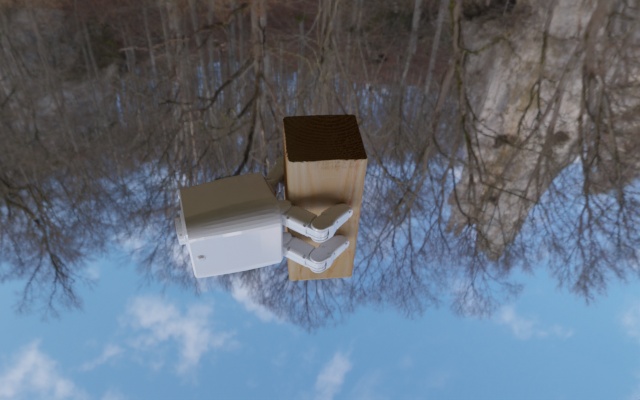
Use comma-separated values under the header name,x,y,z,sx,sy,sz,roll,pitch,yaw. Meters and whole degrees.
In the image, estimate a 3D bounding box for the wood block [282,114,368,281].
name,x,y,z,sx,sy,sz,roll,pitch,yaw
wood block,0.000,0.002,0.612,0.090,0.206,0.090,-3,44,-7
